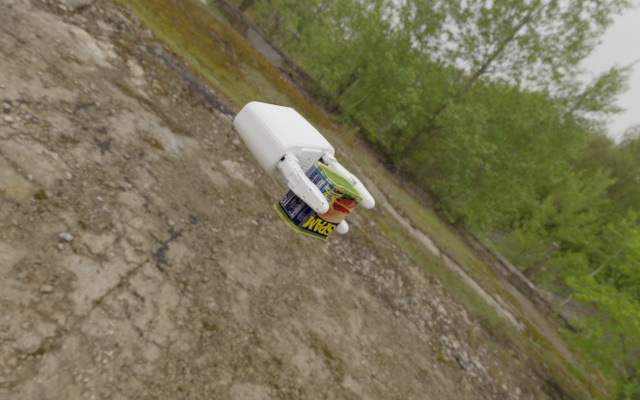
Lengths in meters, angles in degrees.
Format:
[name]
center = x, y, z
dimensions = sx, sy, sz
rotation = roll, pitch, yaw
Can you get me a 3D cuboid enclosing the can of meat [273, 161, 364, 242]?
[can of meat]
center = 0.000, 0.002, 0.652
dimensions = 0.057, 0.084, 0.102
rotation = 50, 14, 32
